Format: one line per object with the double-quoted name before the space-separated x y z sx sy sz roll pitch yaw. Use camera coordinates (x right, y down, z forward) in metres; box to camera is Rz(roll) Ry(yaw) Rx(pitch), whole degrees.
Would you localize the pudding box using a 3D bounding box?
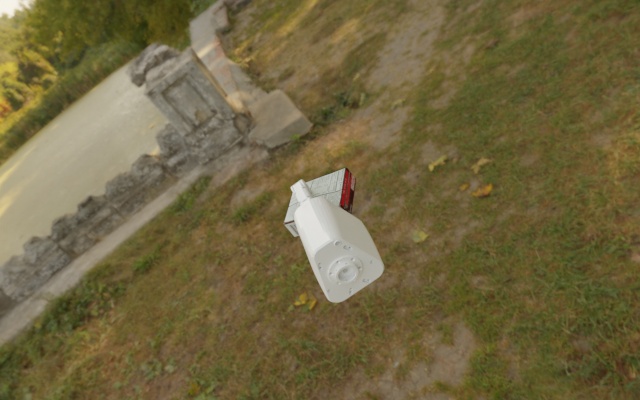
"pudding box" 0.000 0.002 0.780 0.113 0.090 0.039 -17 -50 28
